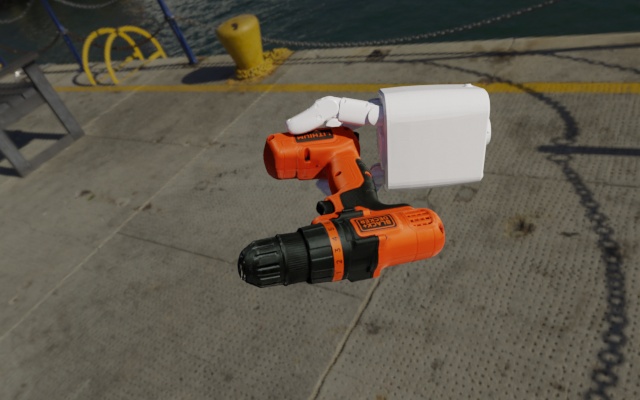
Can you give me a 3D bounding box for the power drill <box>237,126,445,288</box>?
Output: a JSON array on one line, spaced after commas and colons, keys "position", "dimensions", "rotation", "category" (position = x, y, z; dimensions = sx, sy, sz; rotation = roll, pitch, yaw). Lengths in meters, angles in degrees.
[{"position": [0.000, 0.001, 0.463], "dimensions": [0.184, 0.057, 0.187], "rotation": [-7, 41, -17], "category": "power drill"}]
